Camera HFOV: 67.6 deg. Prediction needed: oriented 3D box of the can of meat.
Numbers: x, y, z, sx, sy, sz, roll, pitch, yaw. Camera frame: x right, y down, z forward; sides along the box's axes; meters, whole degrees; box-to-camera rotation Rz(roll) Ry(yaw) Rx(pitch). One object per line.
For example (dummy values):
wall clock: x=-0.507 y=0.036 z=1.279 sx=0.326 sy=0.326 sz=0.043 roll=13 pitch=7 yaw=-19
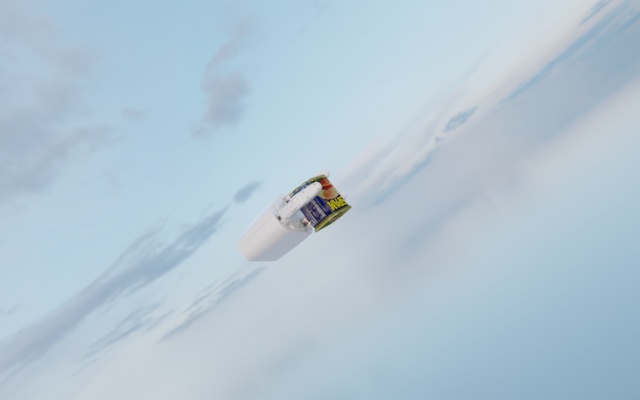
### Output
can of meat: x=0.000 y=0.003 z=0.887 sx=0.057 sy=0.084 sz=0.102 roll=-42 pitch=-9 yaw=26
